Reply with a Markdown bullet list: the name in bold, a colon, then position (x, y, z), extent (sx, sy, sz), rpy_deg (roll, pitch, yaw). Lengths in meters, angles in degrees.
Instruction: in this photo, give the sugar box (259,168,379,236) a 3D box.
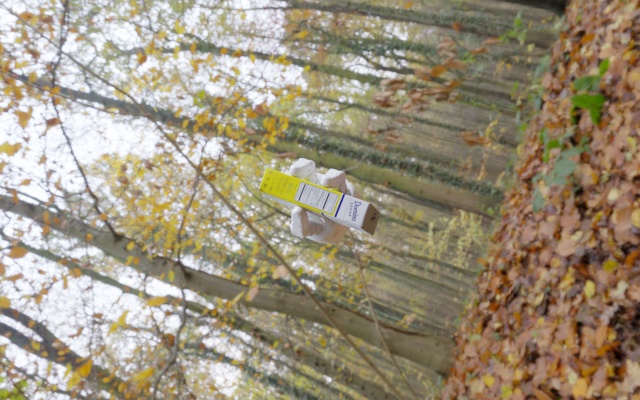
- **sugar box**: position (0.000, 0.002, 0.746), extent (0.176, 0.048, 0.093), rpy_deg (17, -6, 19)
